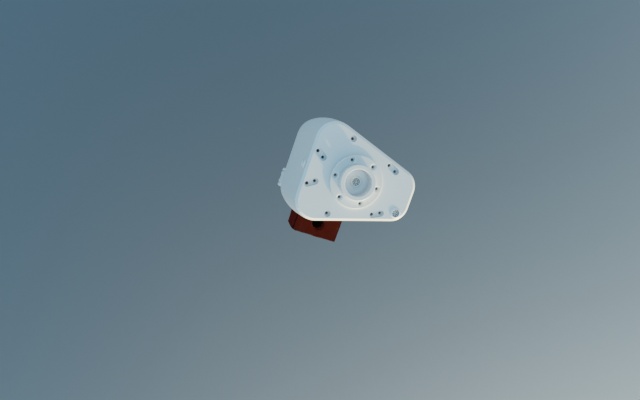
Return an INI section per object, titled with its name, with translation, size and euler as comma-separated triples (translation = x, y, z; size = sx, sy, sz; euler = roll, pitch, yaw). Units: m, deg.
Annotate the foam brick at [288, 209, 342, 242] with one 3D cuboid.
[foam brick]
translation = 0.000, 0.002, 0.560
size = 0.053, 0.078, 0.051
euler = 18, 5, -12
